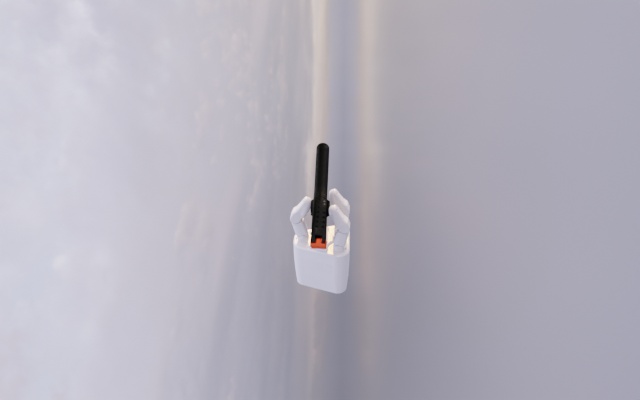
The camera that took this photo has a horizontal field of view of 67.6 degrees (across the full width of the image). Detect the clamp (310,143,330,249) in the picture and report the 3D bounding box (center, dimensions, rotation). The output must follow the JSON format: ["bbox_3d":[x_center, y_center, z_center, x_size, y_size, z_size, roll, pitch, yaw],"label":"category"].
[{"bbox_3d":[-0.001,0.003,0.888,0.036,0.165,0.209,1,34,2],"label":"clamp"}]
